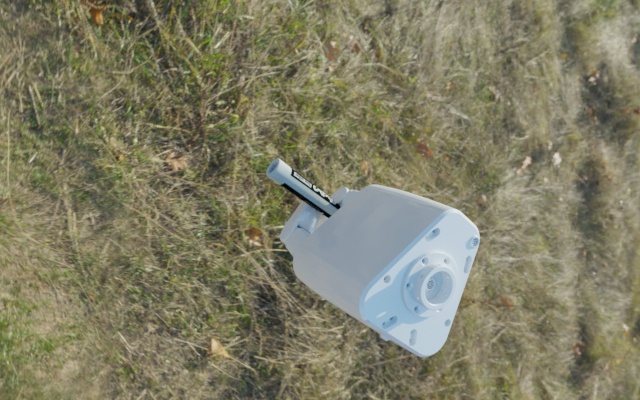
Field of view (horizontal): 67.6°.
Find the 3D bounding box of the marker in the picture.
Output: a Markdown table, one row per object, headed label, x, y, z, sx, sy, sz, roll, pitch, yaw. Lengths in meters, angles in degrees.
| label | x | y | z | sx | sy | sz | roll | pitch | yaw |
| --- | --- | --- | --- | --- | --- | --- | --- | --- | --- |
| marker | 0.000 | 0.001 | 0.456 | 0.121 | 0.020 | 0.020 | 36 | -19 | -28 |
